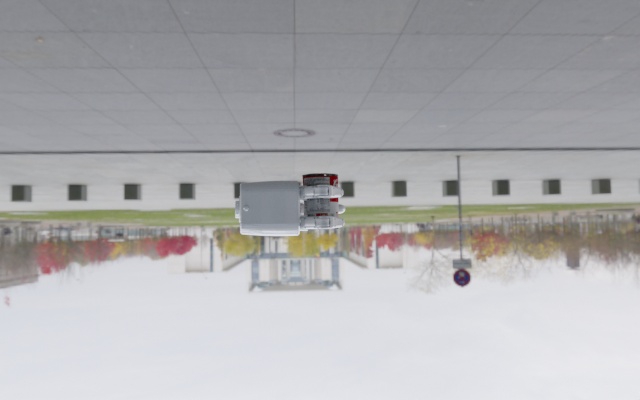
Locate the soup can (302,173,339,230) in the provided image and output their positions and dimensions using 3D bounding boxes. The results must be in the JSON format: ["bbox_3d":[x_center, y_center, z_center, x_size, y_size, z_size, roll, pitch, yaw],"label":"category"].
[{"bbox_3d":[0.001,0.003,0.892,0.068,0.102,0.068,-1,-3,0],"label":"soup can"}]
